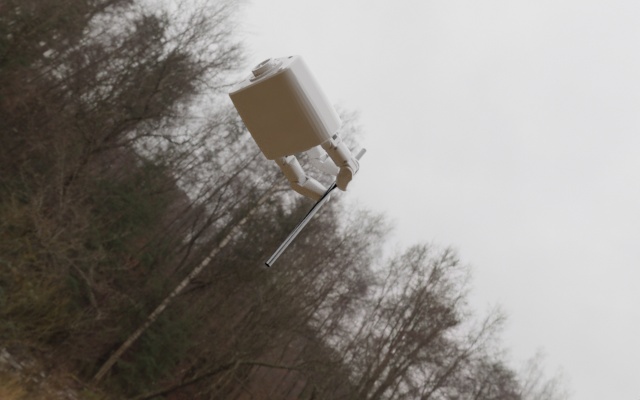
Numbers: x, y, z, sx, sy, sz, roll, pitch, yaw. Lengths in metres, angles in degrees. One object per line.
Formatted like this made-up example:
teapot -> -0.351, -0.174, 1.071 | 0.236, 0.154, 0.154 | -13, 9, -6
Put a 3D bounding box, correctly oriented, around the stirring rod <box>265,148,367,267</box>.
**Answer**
stirring rod -> 0.000, 0.002, 0.657 | 0.011, 0.011, 0.239 | 0, 41, 46
